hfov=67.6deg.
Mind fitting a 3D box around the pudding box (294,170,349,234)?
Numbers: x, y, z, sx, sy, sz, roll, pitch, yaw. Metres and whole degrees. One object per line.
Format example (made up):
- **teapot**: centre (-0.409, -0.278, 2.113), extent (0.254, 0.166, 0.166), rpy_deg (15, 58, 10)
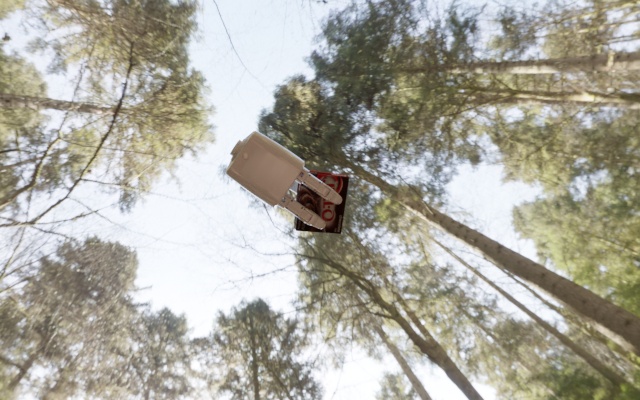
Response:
- **pudding box**: centre (0.000, 0.003, 0.896), extent (0.090, 0.113, 0.039), rpy_deg (5, 12, -15)
